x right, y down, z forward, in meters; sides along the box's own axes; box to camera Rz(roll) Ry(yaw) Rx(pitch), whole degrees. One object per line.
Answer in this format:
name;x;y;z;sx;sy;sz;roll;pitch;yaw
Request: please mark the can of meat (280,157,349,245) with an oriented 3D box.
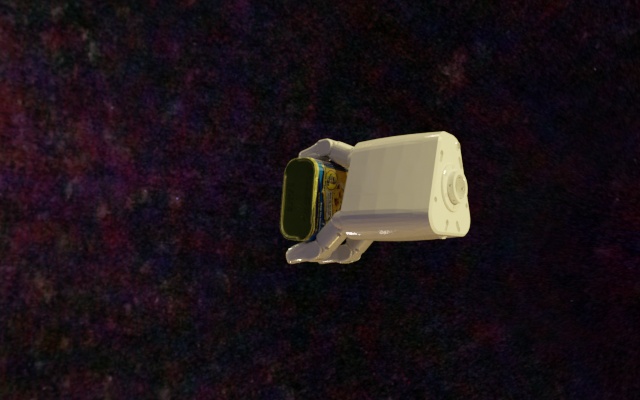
can of meat;0.000;0.002;0.576;0.057;0.102;0.084;0;-5;40
